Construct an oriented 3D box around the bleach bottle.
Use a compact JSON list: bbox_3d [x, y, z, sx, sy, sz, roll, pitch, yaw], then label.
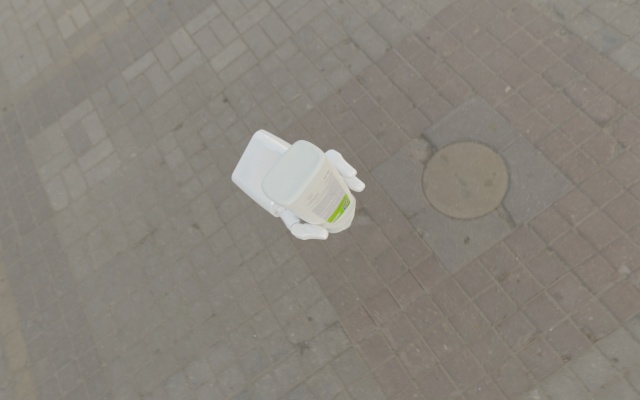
[{"bbox_3d":[0.000,0.002,0.770,0.068,0.102,0.251,36,-6,27],"label":"bleach bottle"}]
